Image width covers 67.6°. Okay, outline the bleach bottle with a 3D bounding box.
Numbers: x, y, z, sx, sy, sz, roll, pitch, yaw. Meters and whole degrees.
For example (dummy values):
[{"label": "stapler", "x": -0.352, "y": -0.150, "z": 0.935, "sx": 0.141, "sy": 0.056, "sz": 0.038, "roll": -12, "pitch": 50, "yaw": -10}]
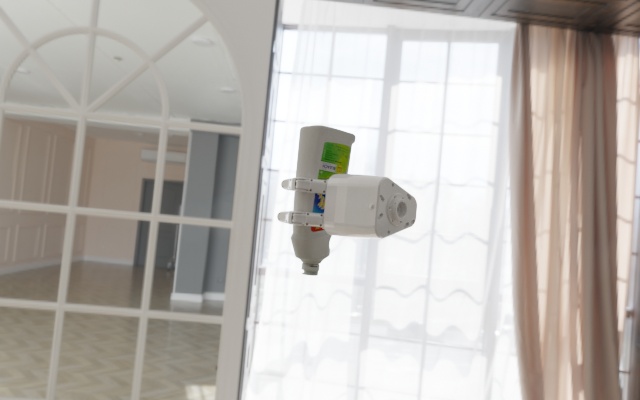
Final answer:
[{"label": "bleach bottle", "x": 0.000, "y": 0.003, "z": 0.825, "sx": 0.102, "sy": 0.251, "sz": 0.068, "roll": 7, "pitch": -3, "yaw": -43}]
